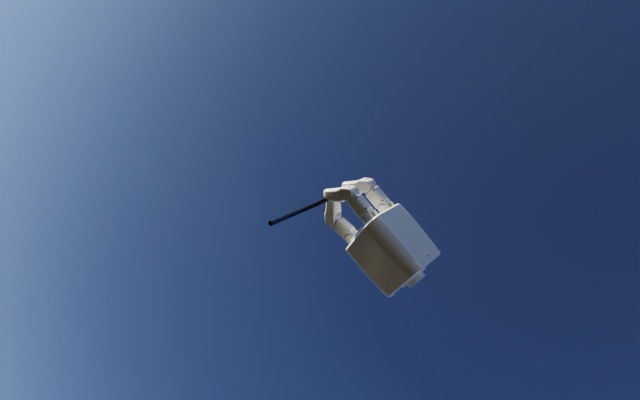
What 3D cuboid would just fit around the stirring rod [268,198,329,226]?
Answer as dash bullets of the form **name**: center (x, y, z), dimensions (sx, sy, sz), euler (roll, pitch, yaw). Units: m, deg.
- **stirring rod**: center (0.000, 0.003, 0.763), dimensions (0.011, 0.011, 0.239), euler (0, 14, 37)
